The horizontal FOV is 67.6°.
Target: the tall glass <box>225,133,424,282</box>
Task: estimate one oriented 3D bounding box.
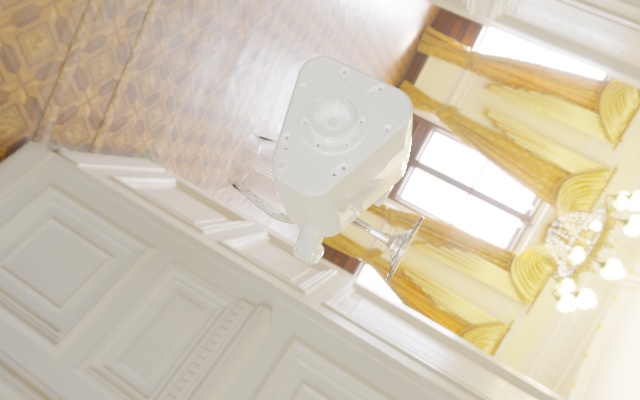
[{"bbox_3d":[0.001,0.002,0.495,0.201,0.079,0.079,29,7,13],"label":"tall glass"}]
